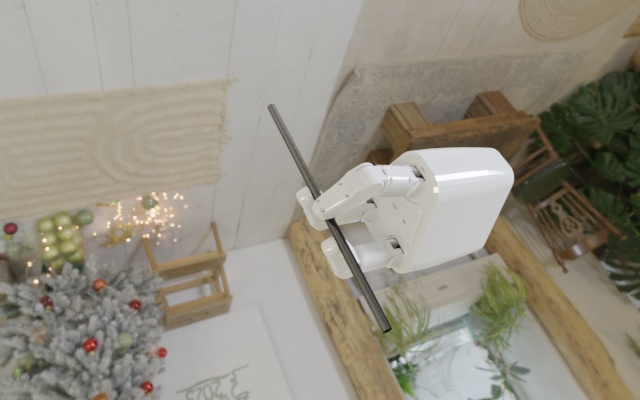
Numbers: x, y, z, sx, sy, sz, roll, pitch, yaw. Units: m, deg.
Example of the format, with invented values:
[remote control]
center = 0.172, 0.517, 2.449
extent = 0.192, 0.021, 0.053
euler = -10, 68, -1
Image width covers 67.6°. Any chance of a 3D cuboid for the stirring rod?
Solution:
[stirring rod]
center = 0.000, 0.001, 0.402
extent = 0.011, 0.239, 0.011
euler = -20, -31, -13
